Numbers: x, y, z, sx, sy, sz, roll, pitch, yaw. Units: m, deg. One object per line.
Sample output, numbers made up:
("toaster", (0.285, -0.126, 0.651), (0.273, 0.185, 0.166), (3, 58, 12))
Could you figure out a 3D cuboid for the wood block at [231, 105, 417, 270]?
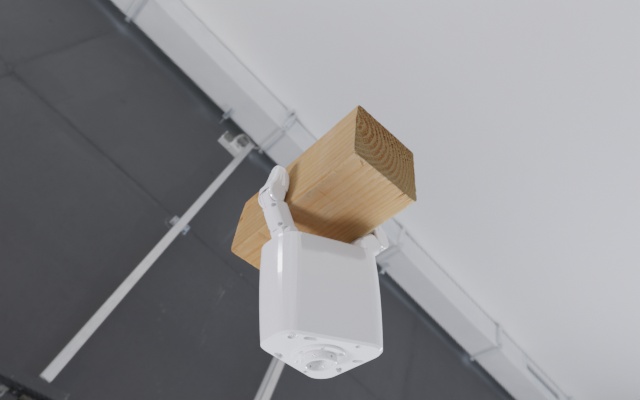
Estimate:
("wood block", (0.000, 0.002, 0.547), (0.091, 0.090, 0.206), (37, -54, -23))
